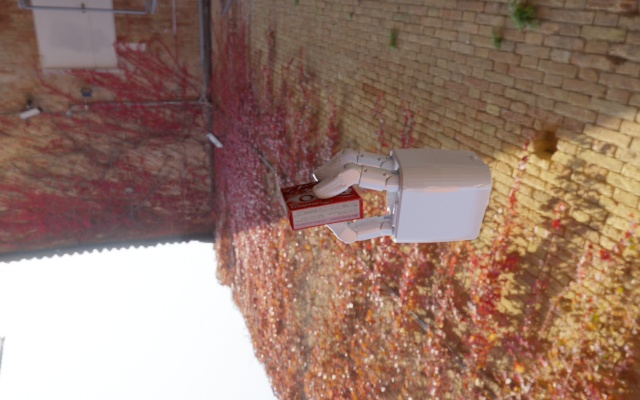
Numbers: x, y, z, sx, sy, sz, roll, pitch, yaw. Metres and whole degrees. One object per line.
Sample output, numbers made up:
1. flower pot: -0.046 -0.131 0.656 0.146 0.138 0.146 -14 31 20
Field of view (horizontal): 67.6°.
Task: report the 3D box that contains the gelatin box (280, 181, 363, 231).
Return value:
1. gelatin box: 0.000 0.002 0.585 0.089 0.030 0.073 -10 25 -10
